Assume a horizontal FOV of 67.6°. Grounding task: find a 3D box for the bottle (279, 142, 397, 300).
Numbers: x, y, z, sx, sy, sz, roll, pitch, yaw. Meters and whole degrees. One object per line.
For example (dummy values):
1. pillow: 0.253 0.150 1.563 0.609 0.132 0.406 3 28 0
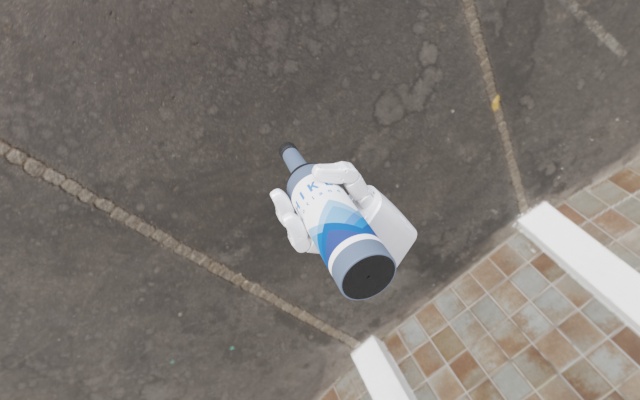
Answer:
1. bottle: 0.000 0.002 0.617 0.069 0.069 0.295 0 33 -25
